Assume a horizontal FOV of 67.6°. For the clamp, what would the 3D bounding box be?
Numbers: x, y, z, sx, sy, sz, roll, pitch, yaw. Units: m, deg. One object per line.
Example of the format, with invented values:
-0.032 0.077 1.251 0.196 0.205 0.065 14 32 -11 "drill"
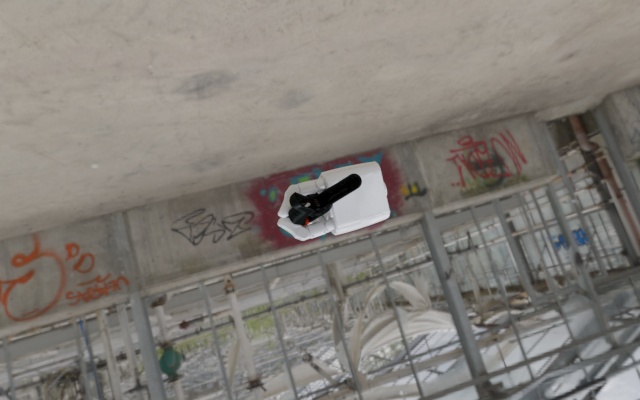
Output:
0.000 0.003 0.785 0.120 0.039 0.171 -15 -10 -12 "clamp"
